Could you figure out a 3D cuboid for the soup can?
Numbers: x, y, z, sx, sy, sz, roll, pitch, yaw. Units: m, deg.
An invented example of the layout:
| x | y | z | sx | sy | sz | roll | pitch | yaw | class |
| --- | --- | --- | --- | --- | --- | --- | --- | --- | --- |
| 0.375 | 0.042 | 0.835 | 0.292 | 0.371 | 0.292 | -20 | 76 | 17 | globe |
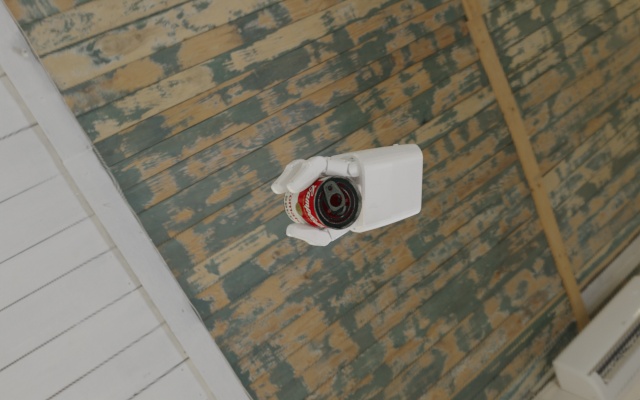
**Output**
| x | y | z | sx | sy | sz | roll | pitch | yaw | class |
| --- | --- | --- | --- | --- | --- | --- | --- | --- | --- |
| 0.000 | 0.002 | 0.635 | 0.068 | 0.068 | 0.102 | 0 | 1 | -27 | soup can |
